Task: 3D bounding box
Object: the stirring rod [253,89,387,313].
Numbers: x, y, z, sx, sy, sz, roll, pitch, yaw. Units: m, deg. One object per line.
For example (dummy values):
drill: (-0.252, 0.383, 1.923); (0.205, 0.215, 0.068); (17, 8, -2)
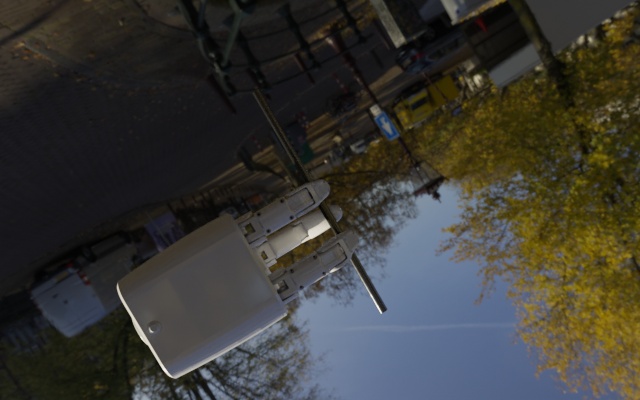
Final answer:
stirring rod: (0.000, 0.001, 0.452); (0.011, 0.239, 0.011); (-30, 2, 1)
